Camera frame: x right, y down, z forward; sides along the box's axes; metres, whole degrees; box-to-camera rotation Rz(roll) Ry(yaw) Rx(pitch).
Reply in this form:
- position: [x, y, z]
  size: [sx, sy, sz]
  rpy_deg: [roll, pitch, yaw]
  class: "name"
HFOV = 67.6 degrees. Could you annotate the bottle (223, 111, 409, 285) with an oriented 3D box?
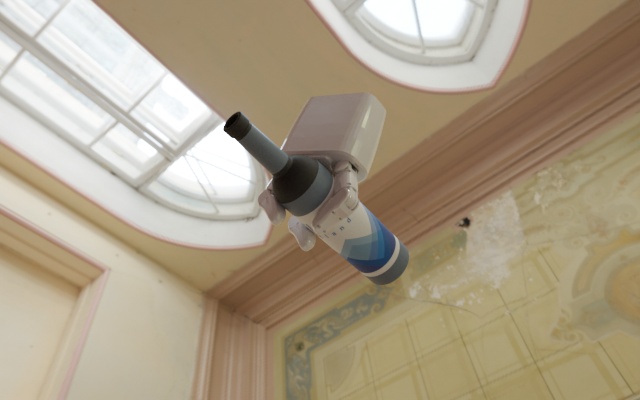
- position: [0.000, 0.002, 0.571]
  size: [0.069, 0.069, 0.296]
  rpy_deg: [0, -35, 50]
  class: "bottle"
